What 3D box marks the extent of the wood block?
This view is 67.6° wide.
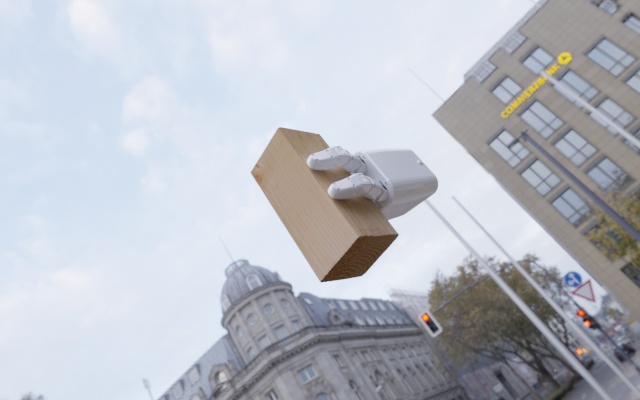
[{"bbox_3d":[0.000,0.002,0.665,0.090,0.091,0.206,1,44,-46],"label":"wood block"}]
